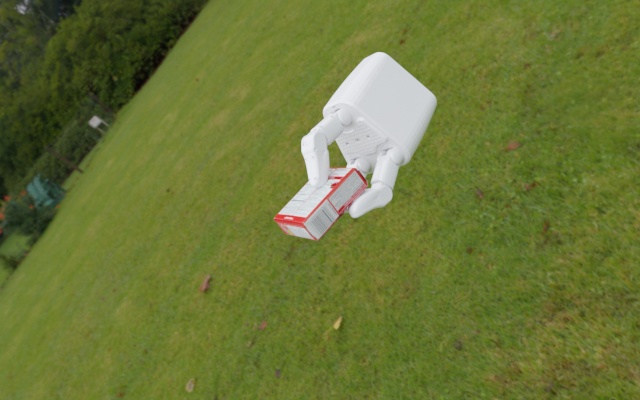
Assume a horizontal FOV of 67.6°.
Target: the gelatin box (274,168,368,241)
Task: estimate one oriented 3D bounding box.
[{"bbox_3d":[0.000,0.002,0.528,0.089,0.030,0.073,-47,23,-20],"label":"gelatin box"}]
